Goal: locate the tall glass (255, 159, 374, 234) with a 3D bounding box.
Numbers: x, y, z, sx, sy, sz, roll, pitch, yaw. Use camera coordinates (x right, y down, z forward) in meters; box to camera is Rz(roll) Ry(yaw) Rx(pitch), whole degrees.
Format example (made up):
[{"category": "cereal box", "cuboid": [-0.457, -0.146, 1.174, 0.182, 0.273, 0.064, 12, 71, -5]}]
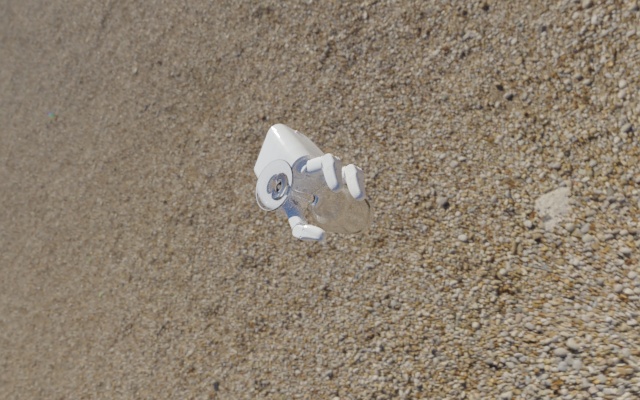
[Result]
[{"category": "tall glass", "cuboid": [0.000, 0.002, 0.728, 0.079, 0.079, 0.201, 0, -14, 42]}]
